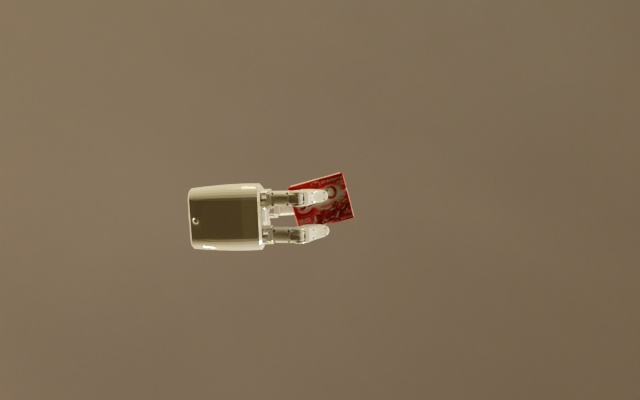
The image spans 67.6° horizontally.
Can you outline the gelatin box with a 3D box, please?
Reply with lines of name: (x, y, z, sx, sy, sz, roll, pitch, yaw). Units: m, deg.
gelatin box: (0.000, 0.002, 0.740, 0.089, 0.073, 0.030, -15, 5, -1)
